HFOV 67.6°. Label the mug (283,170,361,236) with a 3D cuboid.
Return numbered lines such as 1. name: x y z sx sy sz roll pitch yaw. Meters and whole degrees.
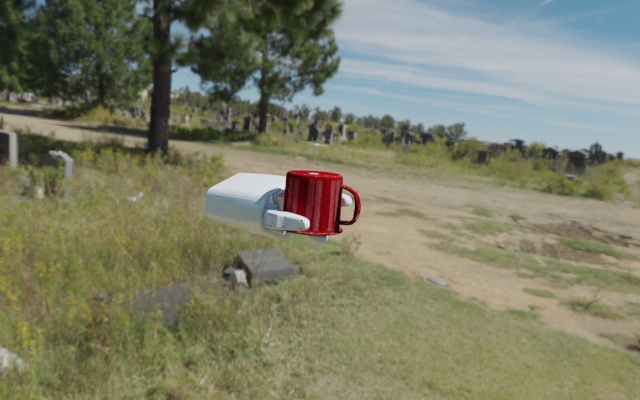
1. mug: 0.001 0.002 0.673 0.117 0.081 0.093 8 9 22
